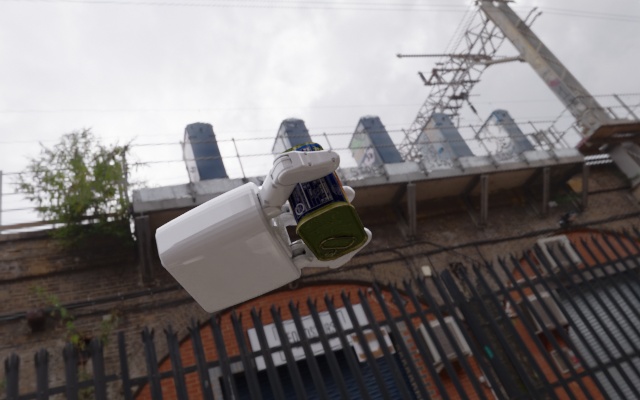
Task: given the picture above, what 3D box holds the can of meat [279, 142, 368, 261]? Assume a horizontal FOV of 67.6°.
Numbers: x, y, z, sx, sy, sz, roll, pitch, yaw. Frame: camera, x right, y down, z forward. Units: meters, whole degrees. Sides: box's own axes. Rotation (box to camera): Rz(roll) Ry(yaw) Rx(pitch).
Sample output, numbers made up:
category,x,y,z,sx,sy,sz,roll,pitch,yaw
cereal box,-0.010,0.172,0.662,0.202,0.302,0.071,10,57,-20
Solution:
category,x,y,z,sx,sy,sz,roll,pitch,yaw
can of meat,0.000,0.001,0.480,0.057,0.084,0.102,-26,-31,4
